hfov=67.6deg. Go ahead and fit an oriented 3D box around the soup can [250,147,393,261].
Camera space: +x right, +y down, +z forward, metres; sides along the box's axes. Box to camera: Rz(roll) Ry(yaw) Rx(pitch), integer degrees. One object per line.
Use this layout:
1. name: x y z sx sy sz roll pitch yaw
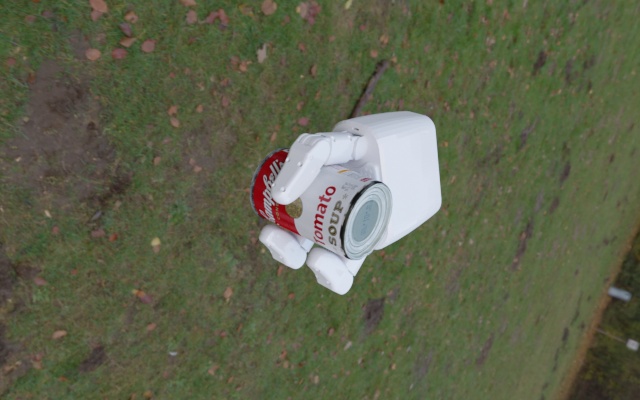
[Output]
1. soup can: 0.000 0.001 0.400 0.102 0.068 0.068 23 13 35
